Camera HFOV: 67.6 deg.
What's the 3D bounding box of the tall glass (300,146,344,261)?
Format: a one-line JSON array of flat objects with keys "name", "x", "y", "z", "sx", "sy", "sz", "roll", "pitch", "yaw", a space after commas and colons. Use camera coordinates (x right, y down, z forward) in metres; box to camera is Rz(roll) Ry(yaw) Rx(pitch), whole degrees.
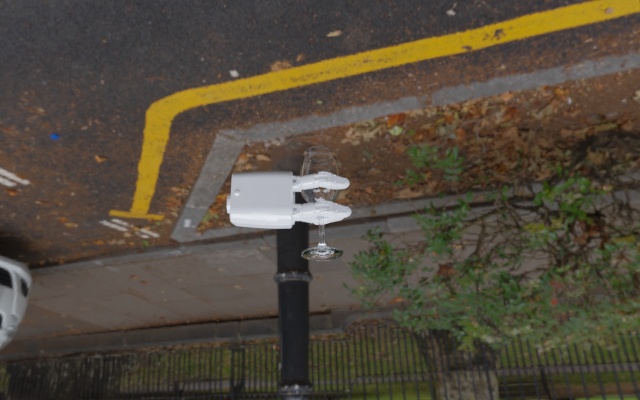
[{"name": "tall glass", "x": 0.000, "y": 0.003, "z": 0.867, "sx": 0.079, "sy": 0.201, "sz": 0.079, "roll": -1, "pitch": -24, "yaw": -1}]
